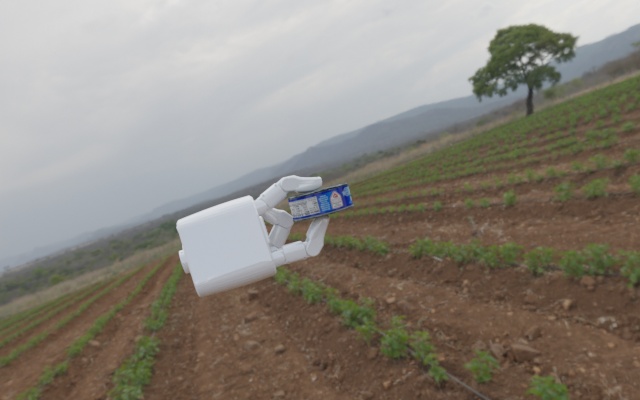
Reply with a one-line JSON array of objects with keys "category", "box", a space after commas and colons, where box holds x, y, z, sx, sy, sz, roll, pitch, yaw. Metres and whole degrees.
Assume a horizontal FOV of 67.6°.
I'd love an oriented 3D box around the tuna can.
[{"category": "tuna can", "box": [0.000, 0.002, 0.651, 0.086, 0.034, 0.086, -14, 2, 1]}]
